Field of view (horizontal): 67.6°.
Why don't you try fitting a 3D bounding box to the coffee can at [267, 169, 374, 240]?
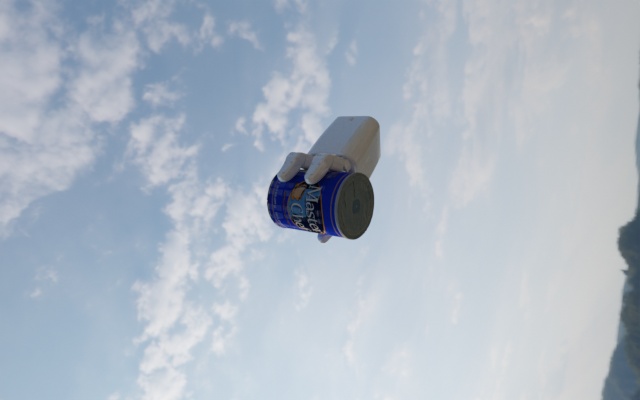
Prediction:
[{"bbox_3d":[0.000,0.003,0.762,0.140,0.103,0.103,7,4,36],"label":"coffee can"}]
